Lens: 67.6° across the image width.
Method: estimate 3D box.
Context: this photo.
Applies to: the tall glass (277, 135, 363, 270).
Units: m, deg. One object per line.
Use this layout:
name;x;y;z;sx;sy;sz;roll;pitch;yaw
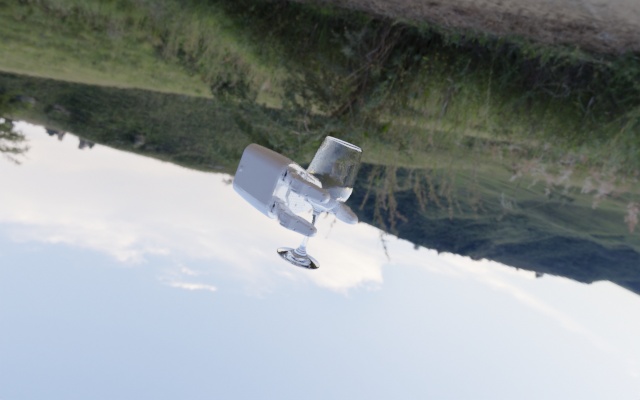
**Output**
tall glass;0.000;0.003;0.747;0.079;0.201;0.079;21;11;-4
